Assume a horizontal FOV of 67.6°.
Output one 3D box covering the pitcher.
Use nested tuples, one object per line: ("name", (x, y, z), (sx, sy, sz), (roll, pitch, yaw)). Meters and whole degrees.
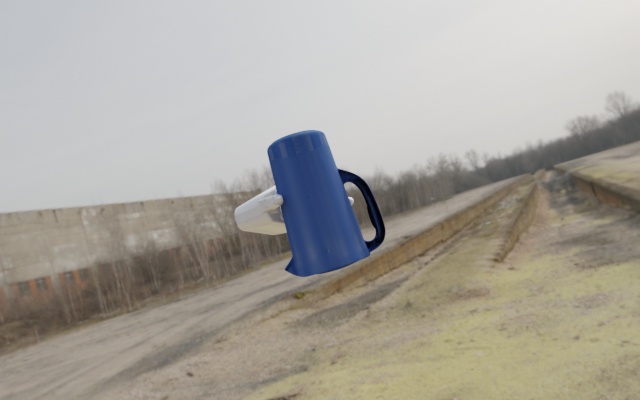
("pitcher", (0.000, 0.003, 0.838), (0.145, 0.243, 0.149), (-21, -5, 43))
